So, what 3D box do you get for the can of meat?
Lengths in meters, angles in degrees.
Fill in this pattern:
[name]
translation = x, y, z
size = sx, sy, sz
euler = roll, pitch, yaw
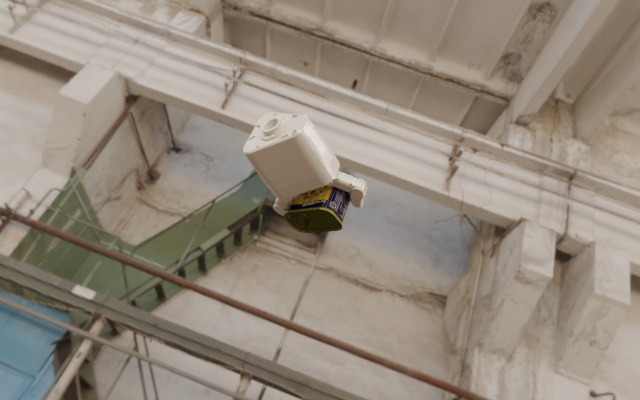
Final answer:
[can of meat]
translation = 0.000, 0.002, 0.797
size = 0.102, 0.084, 0.057
euler = -7, -43, 37
